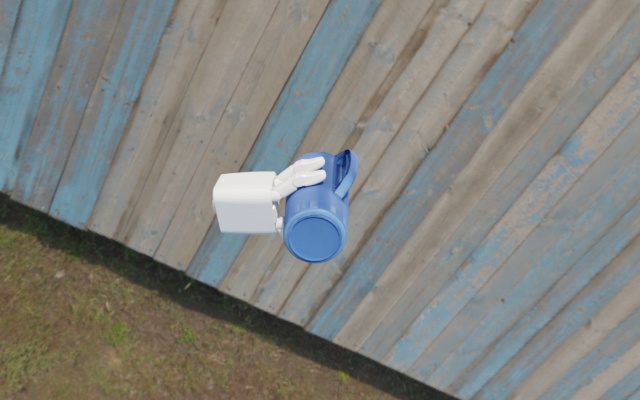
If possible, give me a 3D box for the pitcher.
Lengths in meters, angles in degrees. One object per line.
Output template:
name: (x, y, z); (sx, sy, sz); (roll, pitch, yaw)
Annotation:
pitcher: (0.000, 0.003, 0.898); (0.145, 0.149, 0.242); (-1, 27, 2)
